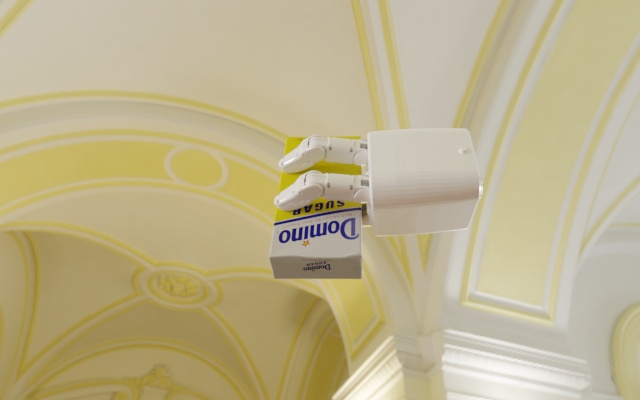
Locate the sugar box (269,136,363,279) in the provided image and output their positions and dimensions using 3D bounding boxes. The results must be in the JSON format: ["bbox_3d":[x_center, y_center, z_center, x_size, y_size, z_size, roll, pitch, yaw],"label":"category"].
[{"bbox_3d":[0.000,0.001,0.526,0.093,0.176,0.048,-1,-43,5],"label":"sugar box"}]
